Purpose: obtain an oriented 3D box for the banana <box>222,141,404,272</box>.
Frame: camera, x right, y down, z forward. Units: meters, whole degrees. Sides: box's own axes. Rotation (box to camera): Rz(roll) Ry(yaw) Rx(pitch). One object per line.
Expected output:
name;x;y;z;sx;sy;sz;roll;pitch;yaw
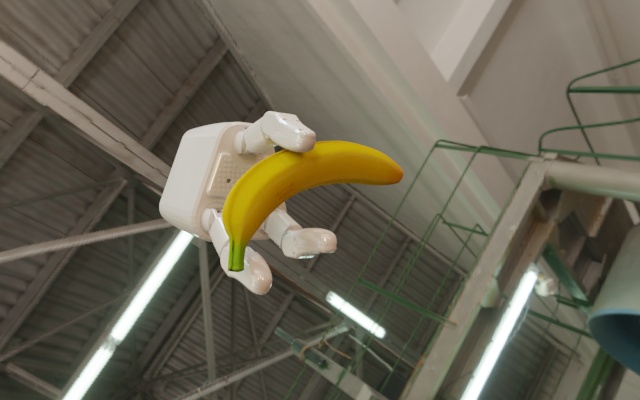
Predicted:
banana;-0.008;-0.015;0.402;0.197;0.070;0.037;-27;16;-33
